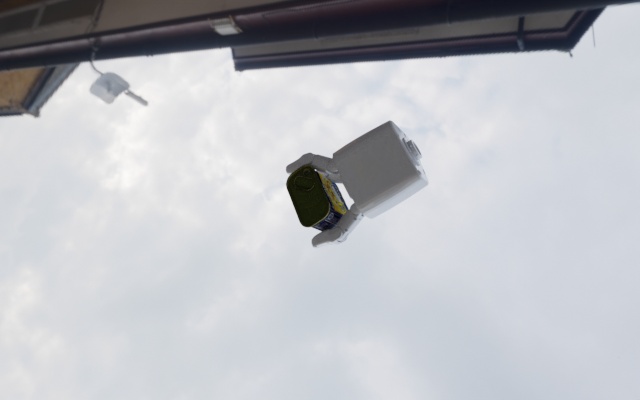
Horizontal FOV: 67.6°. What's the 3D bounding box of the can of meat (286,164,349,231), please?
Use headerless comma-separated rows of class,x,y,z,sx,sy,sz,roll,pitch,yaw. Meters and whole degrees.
can of meat,0.000,0.003,0.772,0.057,0.102,0.084,-34,-31,19
